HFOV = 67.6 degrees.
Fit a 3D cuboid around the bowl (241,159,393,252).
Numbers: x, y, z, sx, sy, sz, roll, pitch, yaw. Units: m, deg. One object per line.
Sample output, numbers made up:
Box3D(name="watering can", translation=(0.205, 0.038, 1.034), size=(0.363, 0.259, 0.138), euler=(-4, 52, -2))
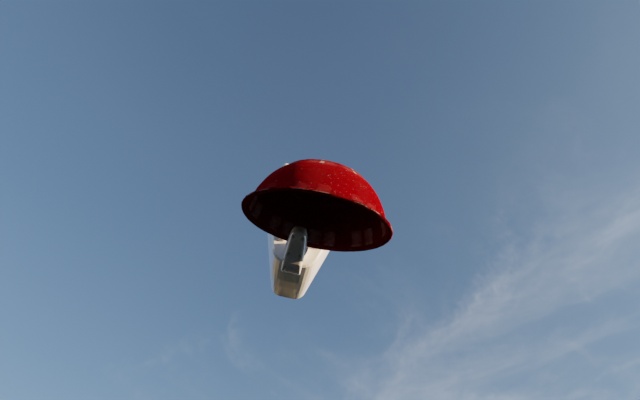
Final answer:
Box3D(name="bowl", translation=(0.001, 0.001, 0.512), size=(0.162, 0.055, 0.162), euler=(10, -24, 4))
